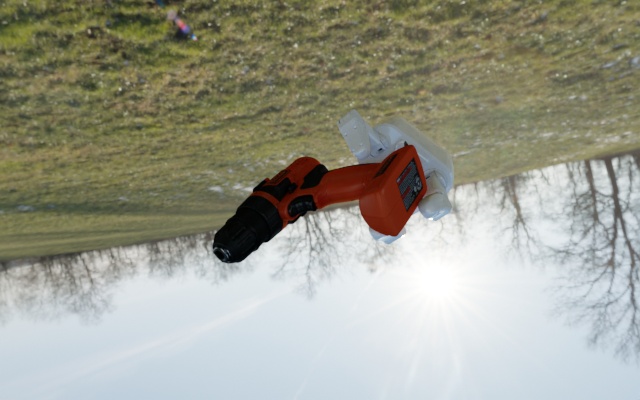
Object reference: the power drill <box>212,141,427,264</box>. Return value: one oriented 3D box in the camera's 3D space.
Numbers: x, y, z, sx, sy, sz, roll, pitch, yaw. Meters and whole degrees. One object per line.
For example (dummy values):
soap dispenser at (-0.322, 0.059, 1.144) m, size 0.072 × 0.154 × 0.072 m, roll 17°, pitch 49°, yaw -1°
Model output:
power drill at (0.001, 0.001, 0.490) m, size 0.187 × 0.057 × 0.184 m, roll -3°, pitch 30°, yaw 36°
